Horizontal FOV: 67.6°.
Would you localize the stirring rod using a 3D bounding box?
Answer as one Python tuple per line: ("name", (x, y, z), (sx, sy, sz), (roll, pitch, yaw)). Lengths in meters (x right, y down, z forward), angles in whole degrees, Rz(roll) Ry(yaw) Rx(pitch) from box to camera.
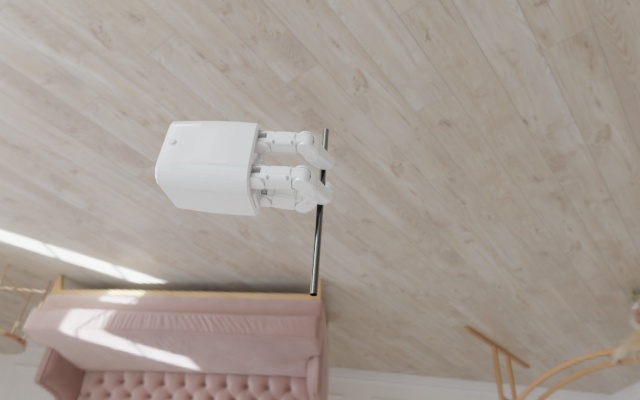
("stirring rod", (0.000, 0.002, 0.566), (0.011, 0.239, 0.011), (3, -37, 2))
